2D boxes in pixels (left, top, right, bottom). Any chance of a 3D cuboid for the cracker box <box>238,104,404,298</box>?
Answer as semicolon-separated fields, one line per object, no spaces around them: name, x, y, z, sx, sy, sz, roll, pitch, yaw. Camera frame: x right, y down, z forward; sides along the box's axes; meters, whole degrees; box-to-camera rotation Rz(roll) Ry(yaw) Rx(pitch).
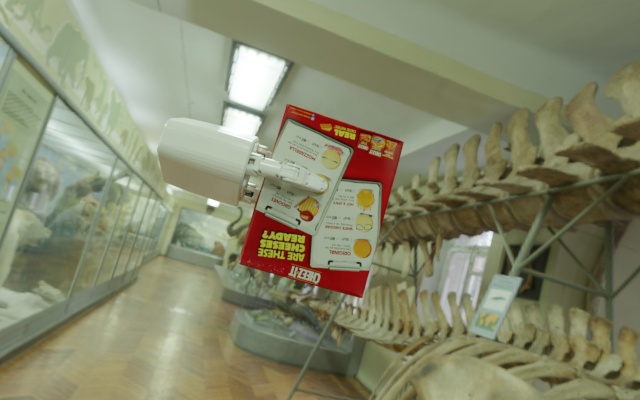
cracker box;0.000;0.002;0.633;0.164;0.213;0.072;17;-8;-6
